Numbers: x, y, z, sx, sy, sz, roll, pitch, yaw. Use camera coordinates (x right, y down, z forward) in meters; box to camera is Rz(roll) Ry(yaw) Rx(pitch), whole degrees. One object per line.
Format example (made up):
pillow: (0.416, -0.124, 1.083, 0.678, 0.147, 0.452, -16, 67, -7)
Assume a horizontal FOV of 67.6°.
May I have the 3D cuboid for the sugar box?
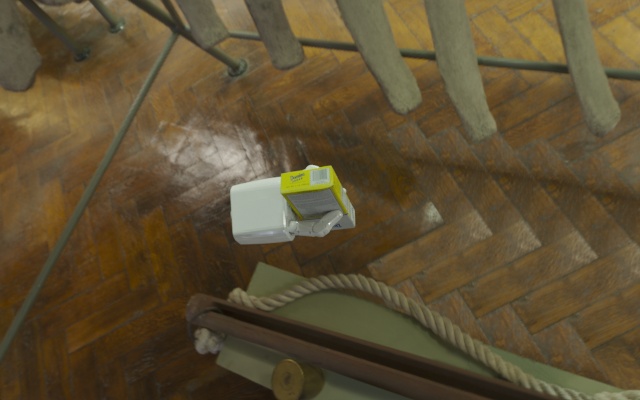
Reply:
sugar box: (0.000, 0.002, 0.871, 0.093, 0.048, 0.176, -7, -26, 14)
